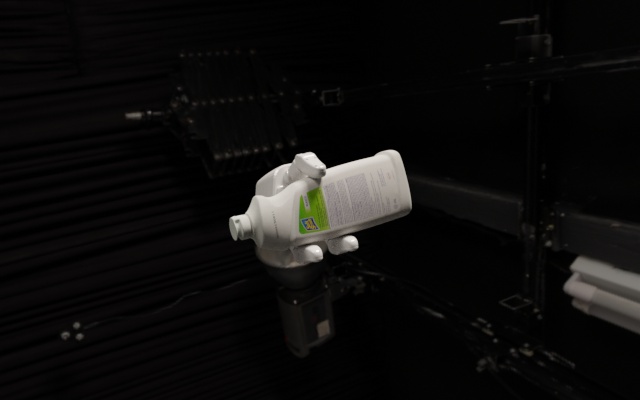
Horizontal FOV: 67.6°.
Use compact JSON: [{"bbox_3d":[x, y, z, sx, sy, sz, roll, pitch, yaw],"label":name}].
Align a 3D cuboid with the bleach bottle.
[{"bbox_3d":[0.000,0.002,0.644,0.251,0.102,0.068,-13,-2,-26],"label":"bleach bottle"}]
